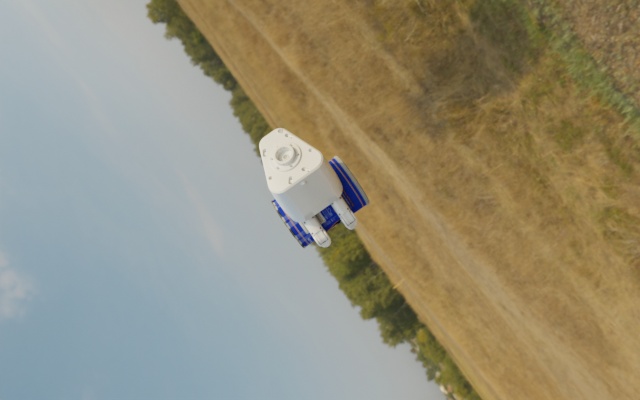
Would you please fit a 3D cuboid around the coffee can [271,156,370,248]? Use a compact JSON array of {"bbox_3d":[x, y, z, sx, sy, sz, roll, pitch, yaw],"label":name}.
[{"bbox_3d":[0.000,0.003,0.839,0.140,0.103,0.103,-35,0,0],"label":"coffee can"}]
